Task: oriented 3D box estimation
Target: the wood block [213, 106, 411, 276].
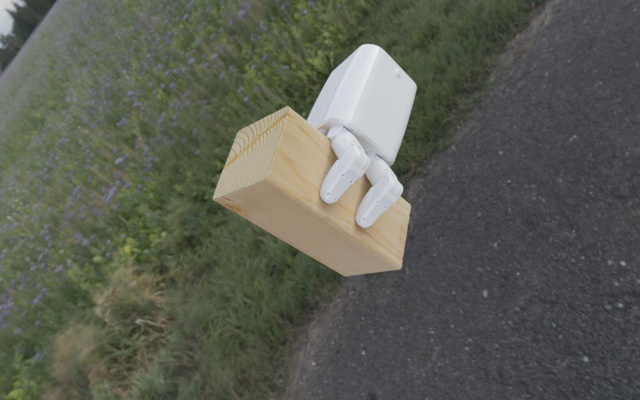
[{"bbox_3d":[0.000,0.001,0.531,0.091,0.090,0.206,-15,-39,44],"label":"wood block"}]
